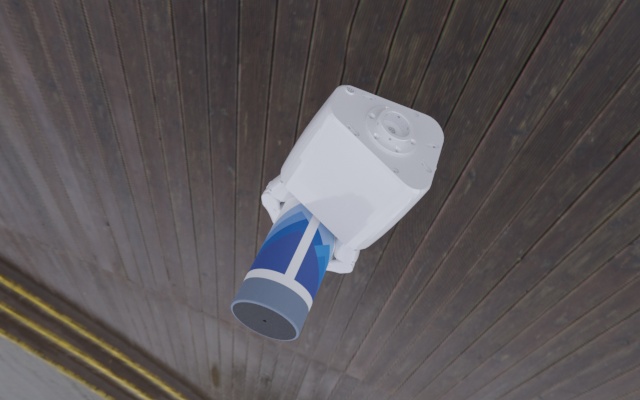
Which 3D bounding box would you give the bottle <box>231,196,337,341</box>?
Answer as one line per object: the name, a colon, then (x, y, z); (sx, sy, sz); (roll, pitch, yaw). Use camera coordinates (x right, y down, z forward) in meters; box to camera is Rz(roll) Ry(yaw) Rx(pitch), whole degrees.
bottle: (0.000, 0.002, 0.512); (0.069, 0.295, 0.069); (16, -38, 13)
